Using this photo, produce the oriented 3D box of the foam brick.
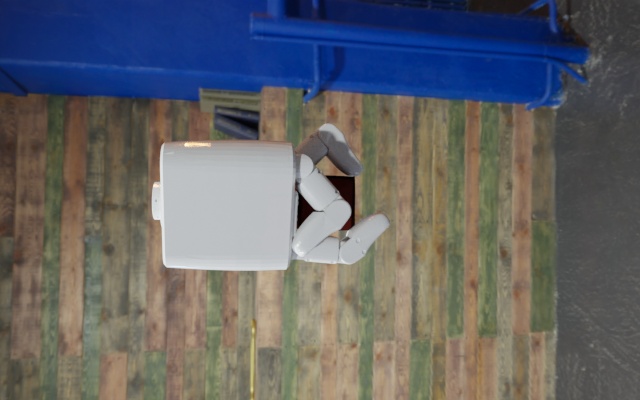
[{"bbox_3d":[0.000,0.002,0.475,0.051,0.053,0.078,0,0,-11],"label":"foam brick"}]
